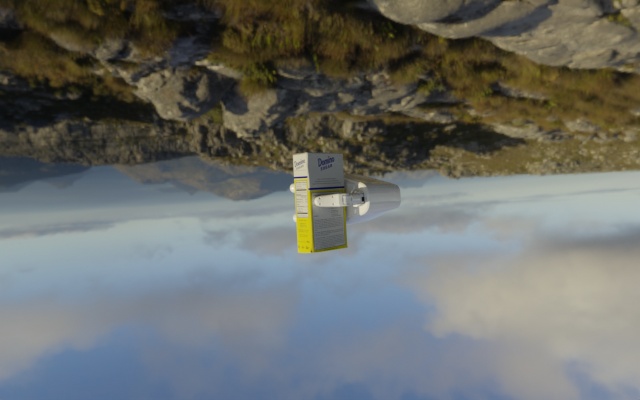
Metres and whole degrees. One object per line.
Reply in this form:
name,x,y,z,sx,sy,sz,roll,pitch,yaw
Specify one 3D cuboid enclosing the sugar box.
sugar box,0.000,0.003,0.861,0.093,0.176,0.048,-4,0,-44
